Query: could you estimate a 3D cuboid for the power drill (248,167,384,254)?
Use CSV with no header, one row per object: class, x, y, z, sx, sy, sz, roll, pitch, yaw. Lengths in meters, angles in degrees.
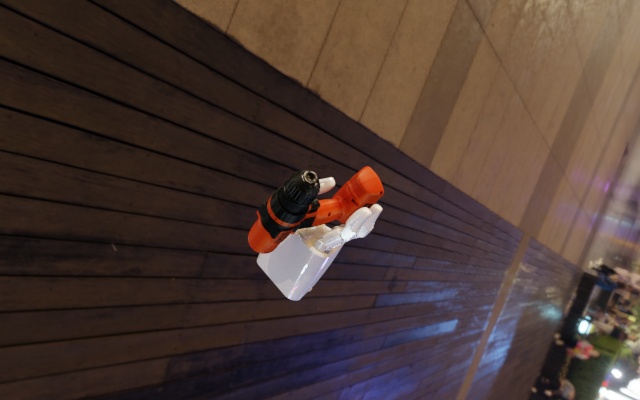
power drill,0.000,0.002,0.689,0.187,0.057,0.184,-14,-21,-37
